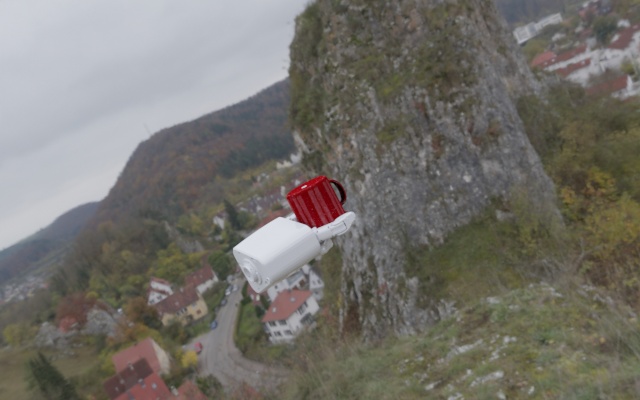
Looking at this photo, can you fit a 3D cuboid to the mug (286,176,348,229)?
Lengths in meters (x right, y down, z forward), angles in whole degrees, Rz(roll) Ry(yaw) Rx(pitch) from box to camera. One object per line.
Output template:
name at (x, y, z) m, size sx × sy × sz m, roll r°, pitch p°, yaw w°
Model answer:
mug at (0.001, 0.002, 0.855) m, size 0.117 × 0.081 × 0.093 m, roll -33°, pitch 11°, yaw -31°
